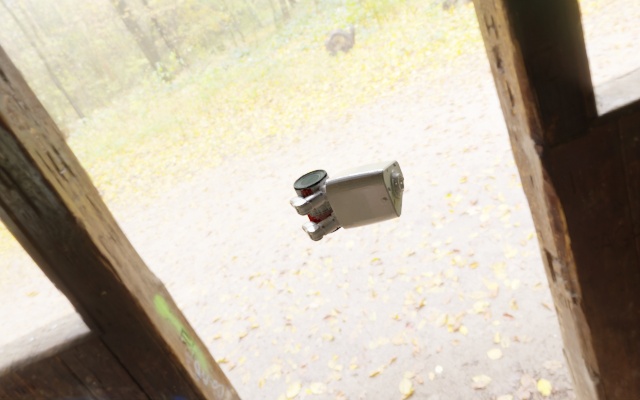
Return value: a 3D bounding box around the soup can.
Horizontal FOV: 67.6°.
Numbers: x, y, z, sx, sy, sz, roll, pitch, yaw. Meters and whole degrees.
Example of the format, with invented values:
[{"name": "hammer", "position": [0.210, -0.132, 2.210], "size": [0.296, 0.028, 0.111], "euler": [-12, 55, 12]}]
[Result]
[{"name": "soup can", "position": [0.000, 0.003, 0.866], "size": [0.068, 0.102, 0.068], "euler": [-21, 24, 10]}]
